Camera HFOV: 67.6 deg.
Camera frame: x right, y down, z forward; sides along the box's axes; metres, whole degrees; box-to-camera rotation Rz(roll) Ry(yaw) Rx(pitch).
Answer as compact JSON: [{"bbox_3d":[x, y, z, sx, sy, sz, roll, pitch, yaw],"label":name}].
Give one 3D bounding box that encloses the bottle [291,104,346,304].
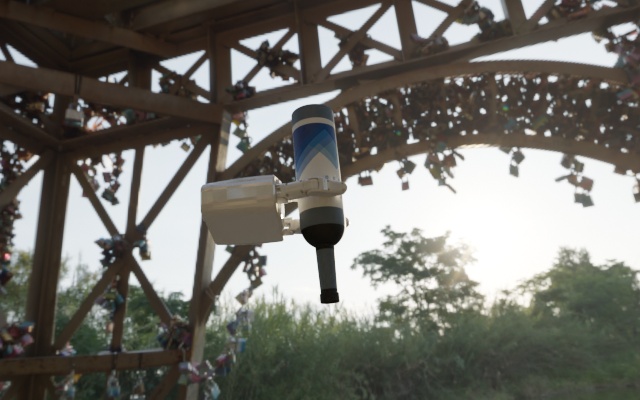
[{"bbox_3d":[0.000,0.002,0.703,0.069,0.295,0.069,-5,-20,-2],"label":"bottle"}]
